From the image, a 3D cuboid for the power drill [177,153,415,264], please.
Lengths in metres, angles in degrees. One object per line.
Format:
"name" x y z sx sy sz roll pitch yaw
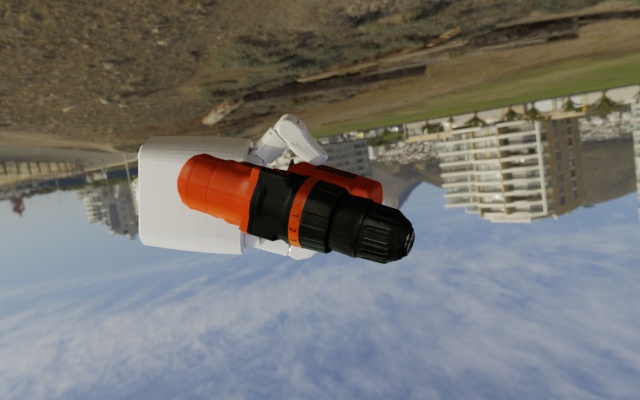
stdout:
"power drill" 0.000 0.001 0.415 0.184 0.057 0.187 17 7 17
